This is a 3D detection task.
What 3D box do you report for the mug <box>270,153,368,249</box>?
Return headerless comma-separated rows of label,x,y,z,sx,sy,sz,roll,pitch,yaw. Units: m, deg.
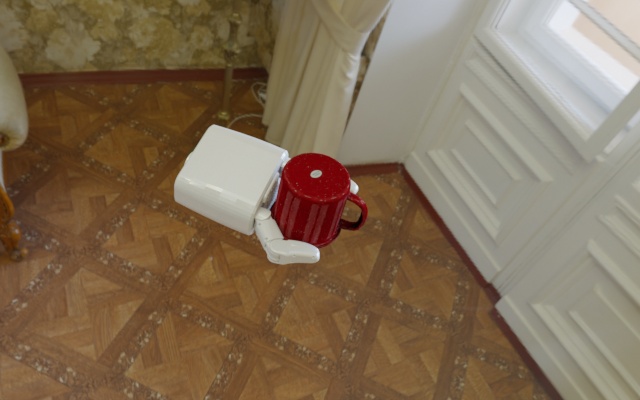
mug,0.001,0.002,0.571,0.117,0.082,0.093,21,47,5
